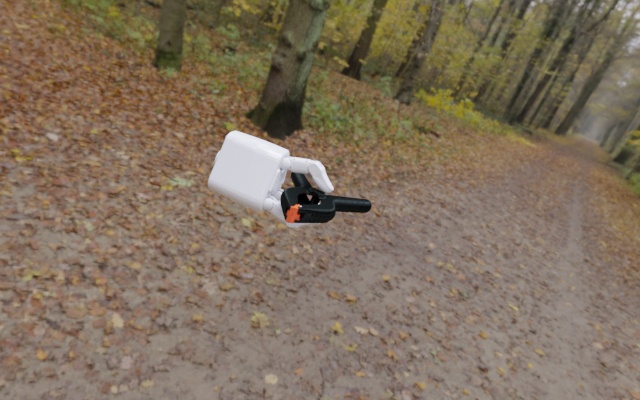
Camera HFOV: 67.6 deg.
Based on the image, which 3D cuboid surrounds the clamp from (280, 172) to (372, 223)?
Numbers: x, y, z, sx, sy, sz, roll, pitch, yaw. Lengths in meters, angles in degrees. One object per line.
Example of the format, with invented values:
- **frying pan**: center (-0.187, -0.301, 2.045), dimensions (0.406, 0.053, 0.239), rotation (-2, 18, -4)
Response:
- **clamp**: center (0.000, 0.002, 0.813), dimensions (0.164, 0.036, 0.210), rotation (21, 19, 7)
